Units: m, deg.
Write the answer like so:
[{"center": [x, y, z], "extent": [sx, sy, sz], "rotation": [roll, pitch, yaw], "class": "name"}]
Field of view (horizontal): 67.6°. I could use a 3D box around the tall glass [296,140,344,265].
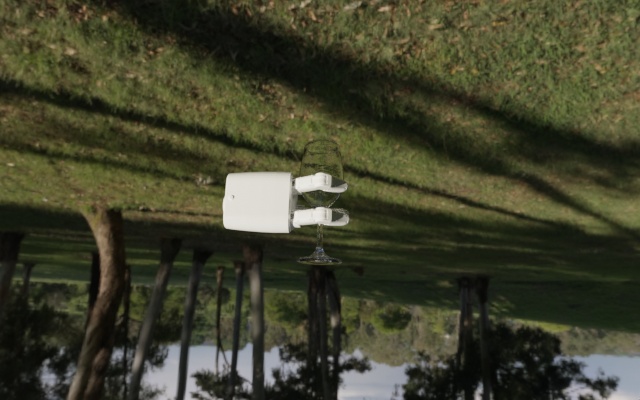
[{"center": [0.000, 0.003, 0.797], "extent": [0.079, 0.201, 0.079], "rotation": [2, -16, 1], "class": "tall glass"}]
